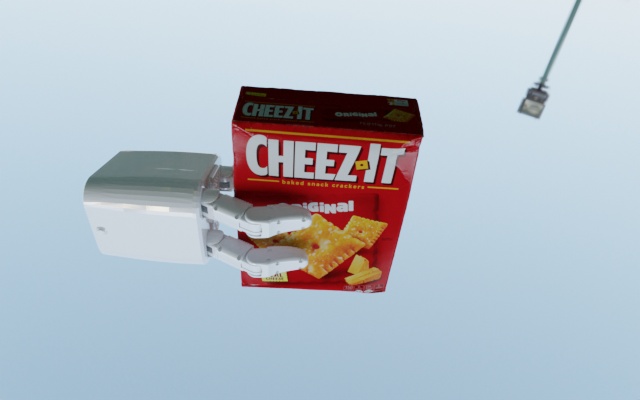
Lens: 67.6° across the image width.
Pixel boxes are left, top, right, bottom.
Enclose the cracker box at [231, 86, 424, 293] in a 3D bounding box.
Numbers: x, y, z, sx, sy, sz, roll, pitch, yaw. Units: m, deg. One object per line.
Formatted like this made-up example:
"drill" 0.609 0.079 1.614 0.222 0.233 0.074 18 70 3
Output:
"cracker box" 0.000 0.002 0.480 0.164 0.214 0.072 3 41 -2
